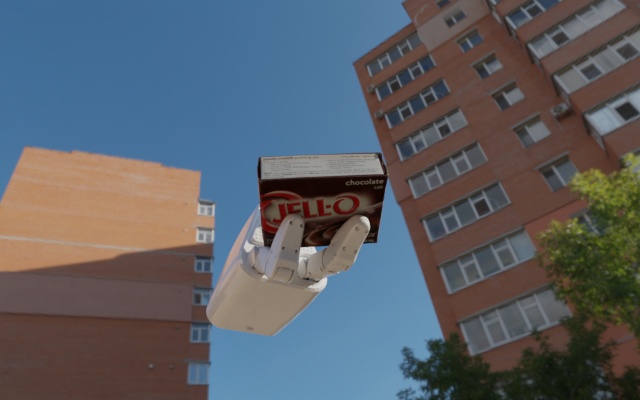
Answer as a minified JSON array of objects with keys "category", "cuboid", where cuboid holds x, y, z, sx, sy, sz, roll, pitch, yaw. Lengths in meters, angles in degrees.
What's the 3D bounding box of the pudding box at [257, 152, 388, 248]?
[{"category":"pudding box","cuboid":[0.000,0.001,0.440,0.113,0.039,0.090,-5,-44,-6]}]
